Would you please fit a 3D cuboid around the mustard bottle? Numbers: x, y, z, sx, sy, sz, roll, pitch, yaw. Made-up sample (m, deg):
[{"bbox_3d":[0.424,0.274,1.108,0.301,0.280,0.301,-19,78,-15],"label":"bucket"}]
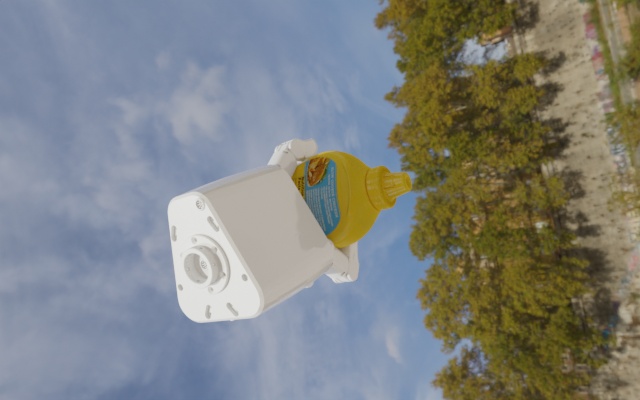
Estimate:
[{"bbox_3d":[0.000,0.002,0.482,0.191,0.096,0.058,-14,-18,32],"label":"mustard bottle"}]
